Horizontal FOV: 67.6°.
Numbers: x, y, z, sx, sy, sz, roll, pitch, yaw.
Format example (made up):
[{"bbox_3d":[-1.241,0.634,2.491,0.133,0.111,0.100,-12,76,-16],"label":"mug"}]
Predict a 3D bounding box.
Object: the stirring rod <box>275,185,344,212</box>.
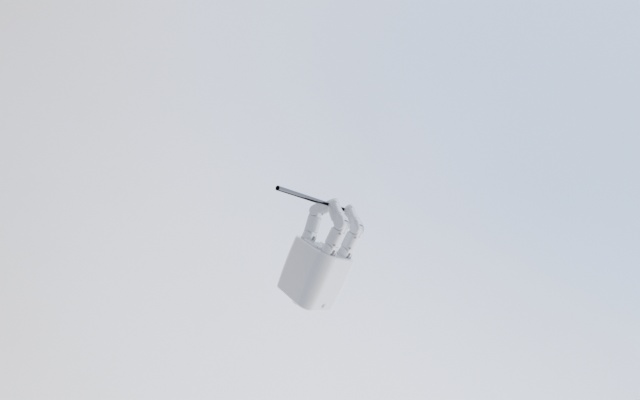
[{"bbox_3d":[0.000,0.003,0.832,0.011,0.011,0.239,0,-11,34],"label":"stirring rod"}]
